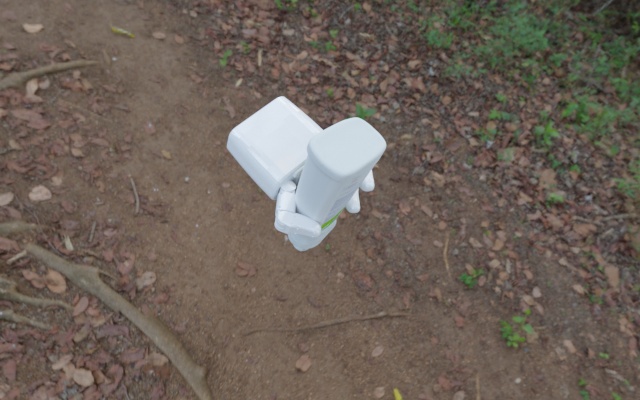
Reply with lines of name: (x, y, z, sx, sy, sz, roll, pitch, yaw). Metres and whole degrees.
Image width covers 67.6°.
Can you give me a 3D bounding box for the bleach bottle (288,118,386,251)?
bleach bottle: (0.000, 0.002, 0.655, 0.102, 0.068, 0.251, -34, -18, -35)
